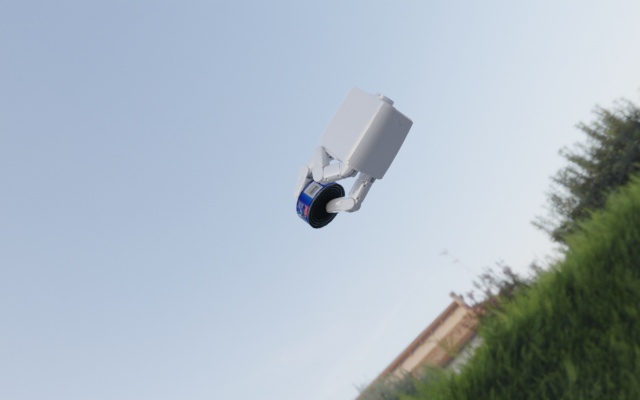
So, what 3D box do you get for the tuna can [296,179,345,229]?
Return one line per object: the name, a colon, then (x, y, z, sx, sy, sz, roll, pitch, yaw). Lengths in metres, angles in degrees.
tuna can: (0.000, 0.002, 0.801, 0.033, 0.086, 0.086, 35, 20, 33)
